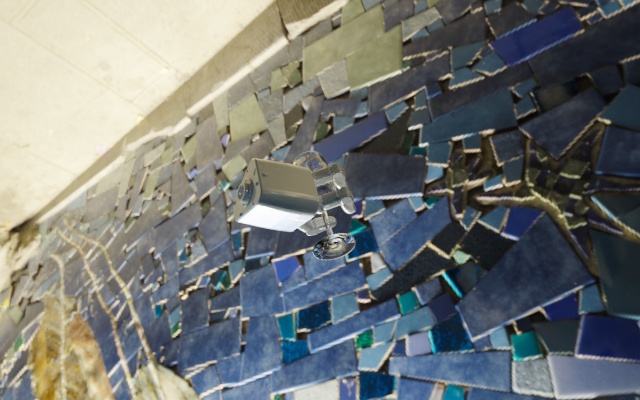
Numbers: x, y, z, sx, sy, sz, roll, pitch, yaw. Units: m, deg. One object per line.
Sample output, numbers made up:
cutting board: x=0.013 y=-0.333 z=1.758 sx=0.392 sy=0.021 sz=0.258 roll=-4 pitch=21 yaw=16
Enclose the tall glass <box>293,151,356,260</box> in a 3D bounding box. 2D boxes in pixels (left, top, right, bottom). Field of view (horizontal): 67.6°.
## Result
tall glass: x=0.000 y=0.003 z=0.856 sx=0.079 sy=0.201 sz=0.079 roll=-10 pitch=-38 yaw=-8
